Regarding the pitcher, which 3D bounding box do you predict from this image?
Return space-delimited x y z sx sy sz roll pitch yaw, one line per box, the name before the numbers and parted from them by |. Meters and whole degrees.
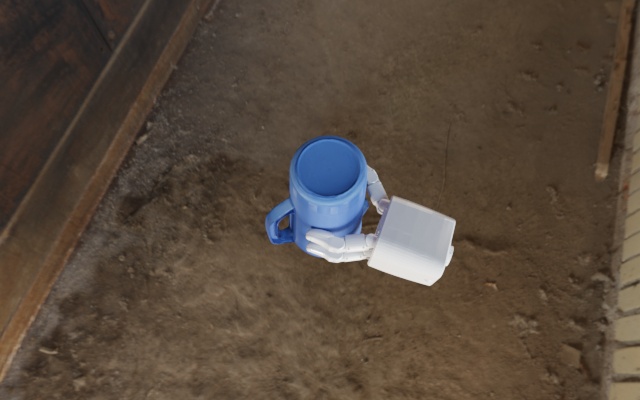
pitcher | 0.000 0.003 0.758 0.145 0.149 0.243 22 -19 8
